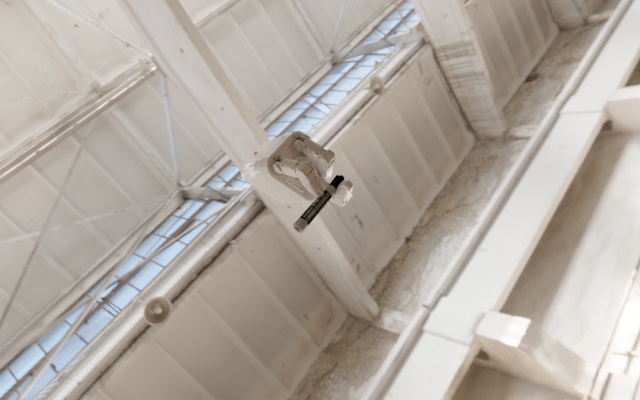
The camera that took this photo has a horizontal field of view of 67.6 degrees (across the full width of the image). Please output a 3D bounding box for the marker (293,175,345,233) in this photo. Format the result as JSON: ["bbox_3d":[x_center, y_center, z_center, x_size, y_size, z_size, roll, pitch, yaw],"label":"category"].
[{"bbox_3d":[0.000,0.002,0.744,0.020,0.020,0.121,0,42,52],"label":"marker"}]
